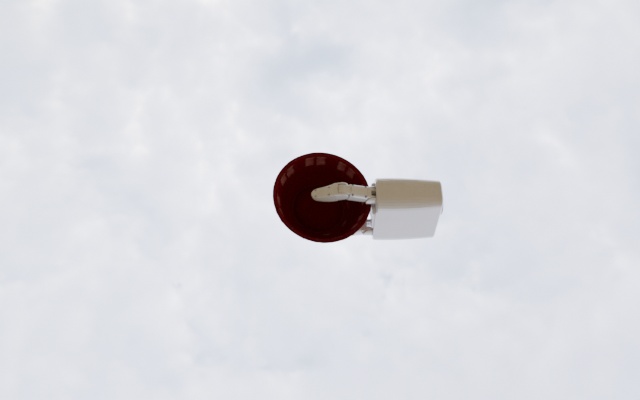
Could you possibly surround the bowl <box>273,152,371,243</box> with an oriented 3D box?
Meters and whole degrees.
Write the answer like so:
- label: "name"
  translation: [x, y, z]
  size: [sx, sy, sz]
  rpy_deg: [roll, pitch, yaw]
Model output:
- label: "bowl"
  translation: [-0.001, 0.002, 0.793]
  size: [0.162, 0.162, 0.055]
  rpy_deg: [0, -24, -9]
